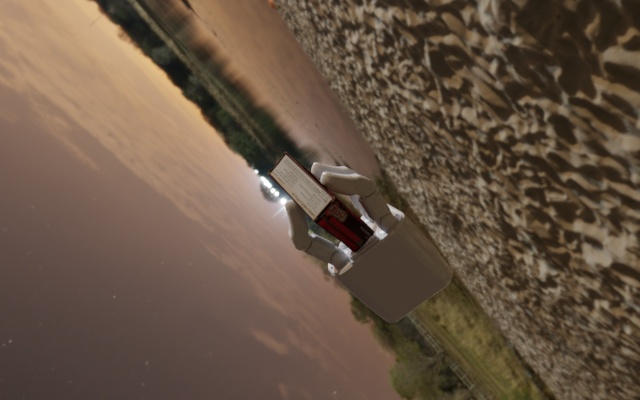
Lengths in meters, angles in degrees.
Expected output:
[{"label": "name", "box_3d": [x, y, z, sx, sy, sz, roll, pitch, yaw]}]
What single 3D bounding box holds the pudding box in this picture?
[{"label": "pudding box", "box_3d": [0.000, 0.002, 0.551, 0.113, 0.039, 0.090, 42, 0, 44]}]
